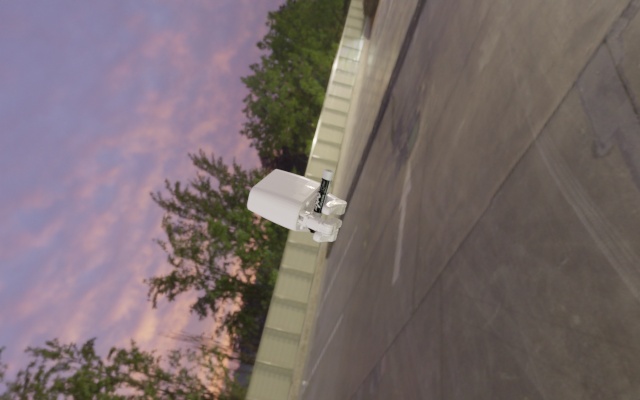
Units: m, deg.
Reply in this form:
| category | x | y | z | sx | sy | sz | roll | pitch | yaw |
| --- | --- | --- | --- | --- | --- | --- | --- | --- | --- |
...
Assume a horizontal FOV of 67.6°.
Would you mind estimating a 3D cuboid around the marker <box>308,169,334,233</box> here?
| category | x | y | z | sx | sy | sz | roll | pitch | yaw |
| --- | --- | --- | --- | --- | --- | --- | --- | --- | --- |
| marker | 0.000 | 0.003 | 0.857 | 0.020 | 0.121 | 0.020 | 14 | 18 | -4 |
